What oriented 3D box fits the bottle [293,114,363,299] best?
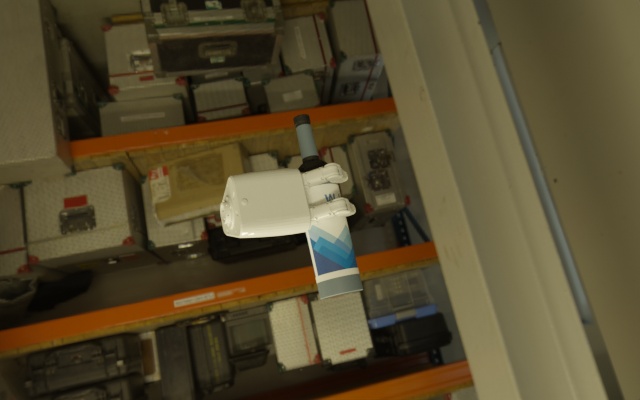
[{"bbox_3d":[0.000,0.003,0.753,0.069,0.295,0.069,-12,-14,-3],"label":"bottle"}]
